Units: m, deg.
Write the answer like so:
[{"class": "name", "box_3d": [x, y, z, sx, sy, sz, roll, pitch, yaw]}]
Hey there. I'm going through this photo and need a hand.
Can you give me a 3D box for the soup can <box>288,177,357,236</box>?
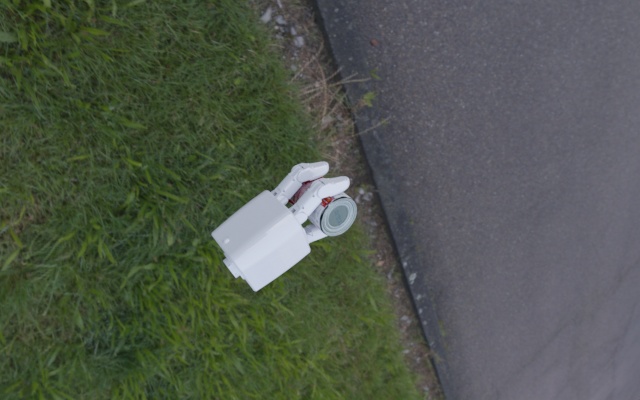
[{"class": "soup can", "box_3d": [0.001, 0.002, 0.739, 0.068, 0.068, 0.102, 0, 26, -38]}]
